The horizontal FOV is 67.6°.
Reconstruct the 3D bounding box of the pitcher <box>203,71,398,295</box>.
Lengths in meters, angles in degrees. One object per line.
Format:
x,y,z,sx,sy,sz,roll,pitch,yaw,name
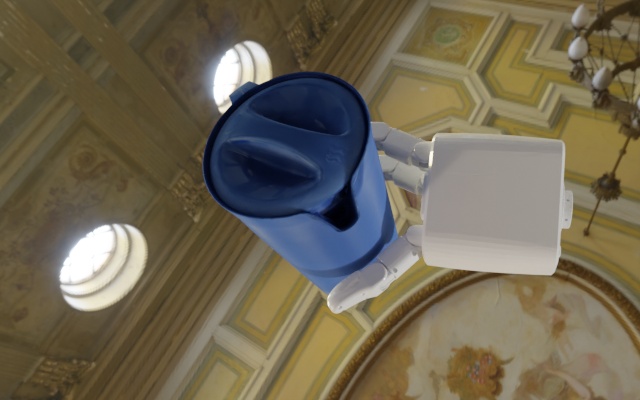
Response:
0.000,0.002,0.455,0.145,0.149,0.243,1,-28,19,pitcher
